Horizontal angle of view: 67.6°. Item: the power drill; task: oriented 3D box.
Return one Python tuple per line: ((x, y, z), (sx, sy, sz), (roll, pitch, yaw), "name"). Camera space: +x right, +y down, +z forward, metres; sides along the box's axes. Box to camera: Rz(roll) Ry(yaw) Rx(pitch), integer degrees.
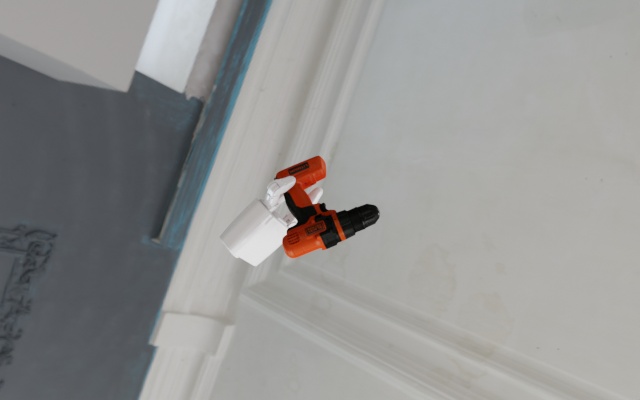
((0.000, 0.003, 0.897), (0.184, 0.187, 0.057), (-21, -40, 0), "power drill")
